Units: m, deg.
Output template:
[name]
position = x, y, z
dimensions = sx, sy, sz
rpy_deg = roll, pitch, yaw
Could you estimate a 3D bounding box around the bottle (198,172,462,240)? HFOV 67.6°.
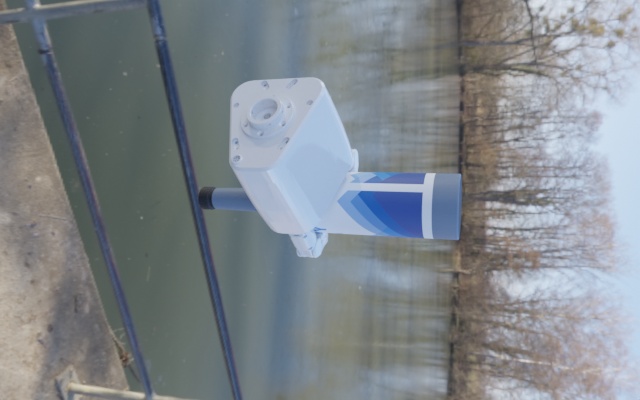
[bottle]
position = 0.000, 0.002, 0.524
dimensions = 0.295, 0.069, 0.069
rpy_deg = 2, 1, 19
